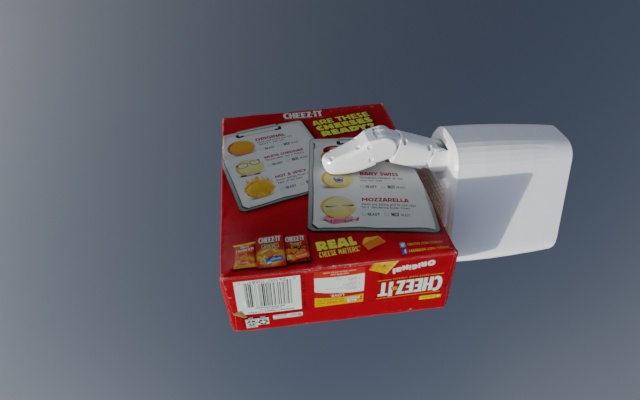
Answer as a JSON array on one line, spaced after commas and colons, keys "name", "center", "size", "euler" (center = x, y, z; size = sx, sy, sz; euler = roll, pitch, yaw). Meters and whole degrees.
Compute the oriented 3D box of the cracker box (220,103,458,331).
[{"name": "cracker box", "center": [0.000, 0.001, 0.415], "size": [0.164, 0.072, 0.213], "euler": [-6, 40, -6]}]
